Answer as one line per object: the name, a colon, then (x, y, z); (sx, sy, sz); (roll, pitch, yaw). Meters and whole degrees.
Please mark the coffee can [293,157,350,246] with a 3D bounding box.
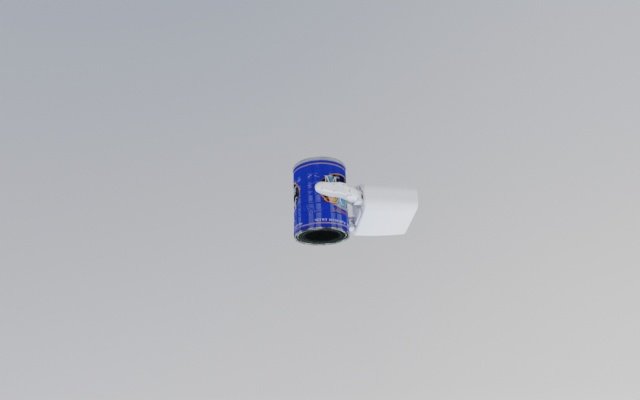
coffee can: (0.000, 0.003, 0.895); (0.103, 0.140, 0.103); (-2, -22, -1)
